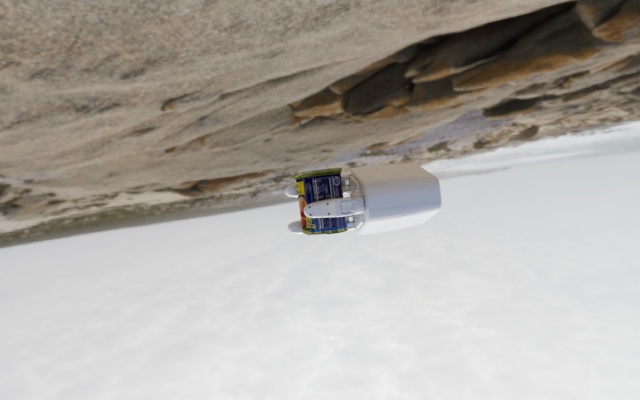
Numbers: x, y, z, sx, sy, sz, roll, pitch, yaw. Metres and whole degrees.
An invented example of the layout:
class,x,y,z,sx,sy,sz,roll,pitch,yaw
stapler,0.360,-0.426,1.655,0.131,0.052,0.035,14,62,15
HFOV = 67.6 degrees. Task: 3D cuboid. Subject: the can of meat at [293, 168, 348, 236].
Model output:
class,x,y,z,sx,sy,sz,roll,pitch,yaw
can of meat,0.000,0.002,0.653,0.057,0.084,0.102,-8,1,-10
